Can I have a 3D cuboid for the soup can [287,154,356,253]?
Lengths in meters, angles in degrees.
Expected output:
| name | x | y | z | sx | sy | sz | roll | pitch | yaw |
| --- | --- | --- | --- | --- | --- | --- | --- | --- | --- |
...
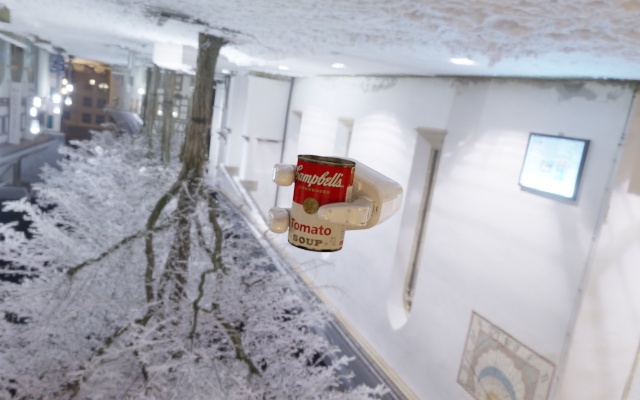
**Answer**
| name | x | y | z | sx | sy | sz | roll | pitch | yaw |
| --- | --- | --- | --- | --- | --- | --- | --- | --- | --- |
| soup can | 0.000 | 0.002 | 0.551 | 0.068 | 0.102 | 0.068 | 8 | 11 | -1 |
